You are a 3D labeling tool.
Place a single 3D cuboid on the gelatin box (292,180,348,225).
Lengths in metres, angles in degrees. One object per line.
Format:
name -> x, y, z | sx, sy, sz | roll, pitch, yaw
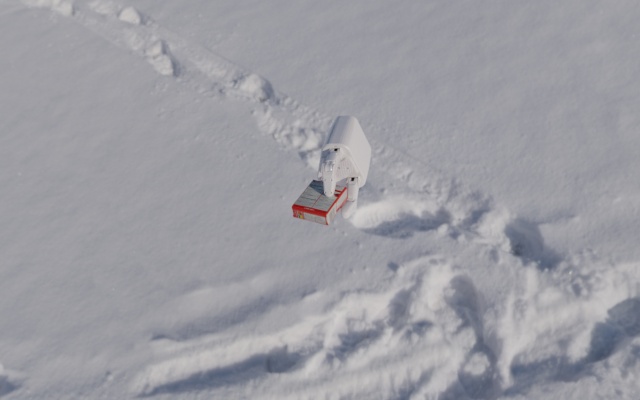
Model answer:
gelatin box -> 0.000, 0.003, 0.884 | 0.073, 0.030, 0.089 | 13, 42, 25
